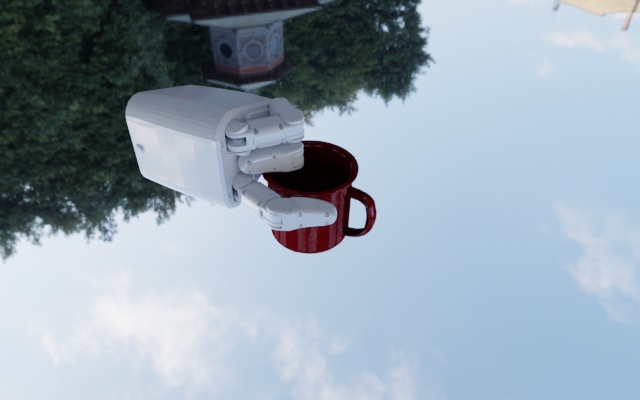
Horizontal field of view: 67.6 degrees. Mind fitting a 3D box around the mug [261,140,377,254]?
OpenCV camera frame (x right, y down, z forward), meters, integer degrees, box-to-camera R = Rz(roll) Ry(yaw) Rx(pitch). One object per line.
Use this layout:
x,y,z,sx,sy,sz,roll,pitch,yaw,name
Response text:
0.001,0.002,0.472,0.117,0.082,0.093,17,41,19,mug
